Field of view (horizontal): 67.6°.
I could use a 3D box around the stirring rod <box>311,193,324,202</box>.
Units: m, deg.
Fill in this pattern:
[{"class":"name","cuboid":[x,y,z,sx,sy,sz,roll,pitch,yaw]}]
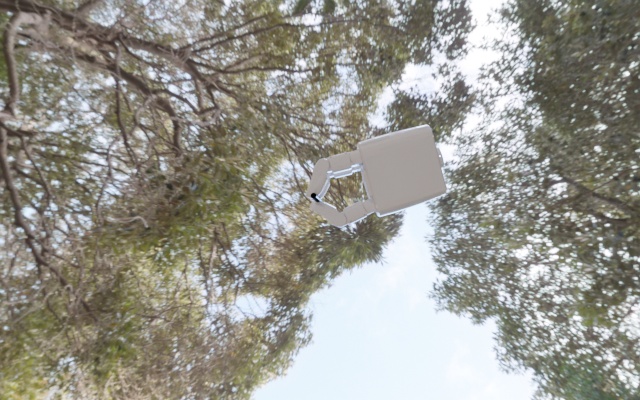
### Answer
[{"class":"stirring rod","cuboid":[0.000,0.003,0.759,0.011,0.011,0.239,0,-4,5]}]
